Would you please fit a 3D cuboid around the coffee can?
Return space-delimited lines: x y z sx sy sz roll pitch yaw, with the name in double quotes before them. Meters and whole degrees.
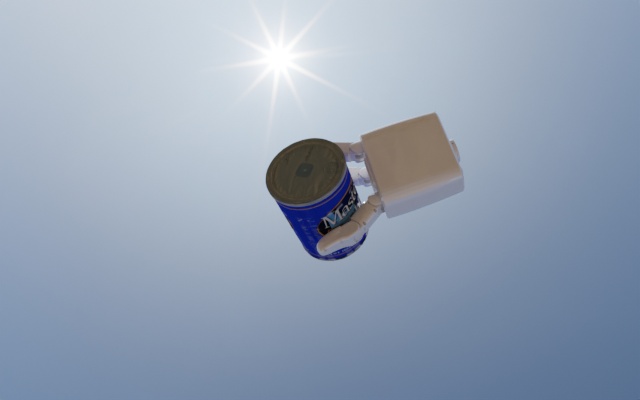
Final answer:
"coffee can" 0.000 0.002 0.632 0.103 0.102 0.140 0 -35 20
